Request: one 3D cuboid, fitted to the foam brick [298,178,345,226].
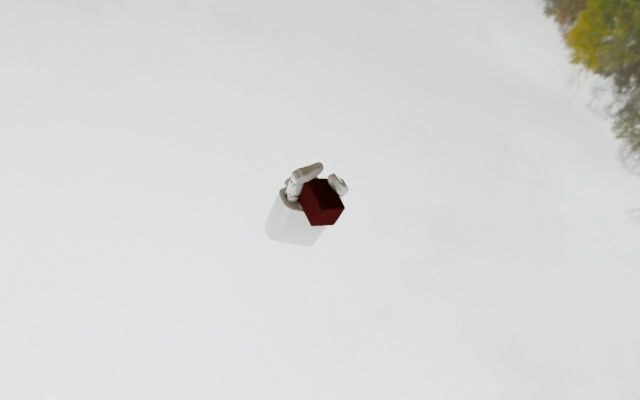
[{"bbox_3d":[0.000,0.003,0.882,0.053,0.078,0.051,0,-42,-34],"label":"foam brick"}]
